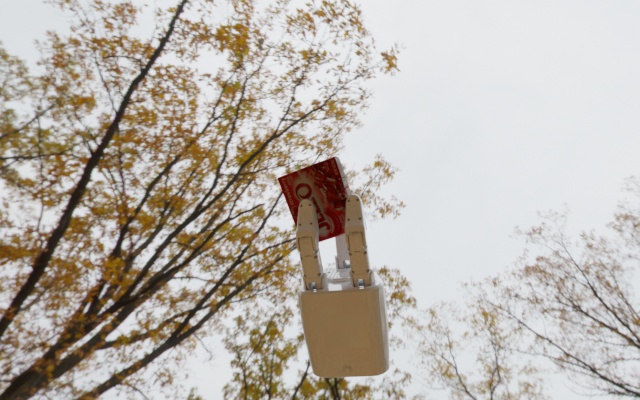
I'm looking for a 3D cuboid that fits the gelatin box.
[{"bbox_3d":[0.000,0.001,0.561,0.073,0.089,0.030,-19,1,13],"label":"gelatin box"}]
